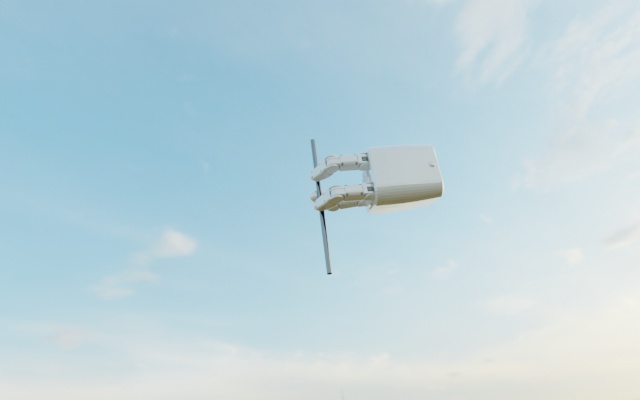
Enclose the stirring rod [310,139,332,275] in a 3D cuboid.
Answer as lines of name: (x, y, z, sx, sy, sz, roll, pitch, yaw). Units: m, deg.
stirring rod: (0.000, 0.003, 0.757, 0.011, 0.239, 0.011, -6, -28, -3)
